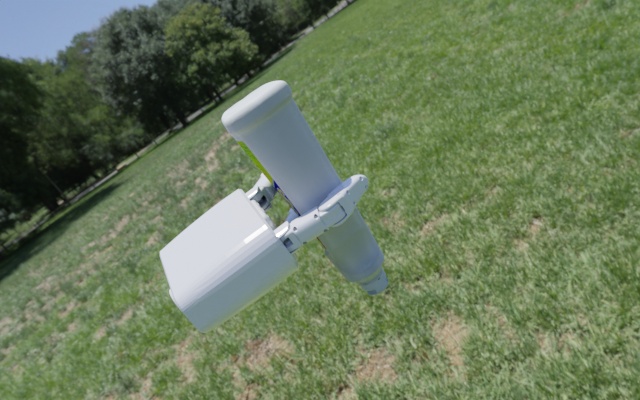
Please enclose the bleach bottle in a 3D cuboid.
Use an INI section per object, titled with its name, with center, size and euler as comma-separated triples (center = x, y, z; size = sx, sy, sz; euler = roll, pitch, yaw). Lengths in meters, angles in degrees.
[bleach bottle]
center = 0.000, 0.002, 0.490
size = 0.068, 0.251, 0.102
euler = -37, 19, -6
